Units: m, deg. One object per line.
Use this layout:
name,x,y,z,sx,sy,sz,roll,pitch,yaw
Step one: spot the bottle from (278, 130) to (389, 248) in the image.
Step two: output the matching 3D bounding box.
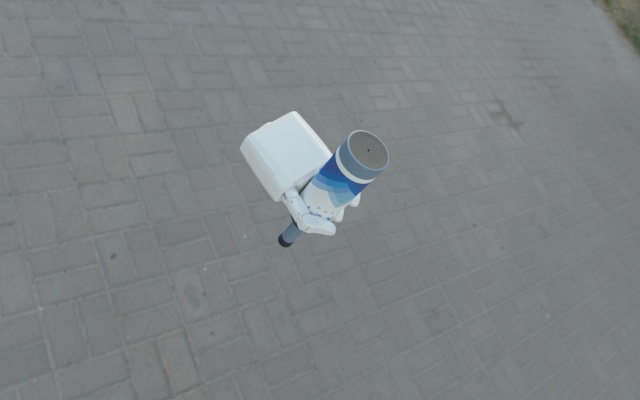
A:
bottle,0.000,0.002,0.757,0.069,0.069,0.296,0,-29,-30
